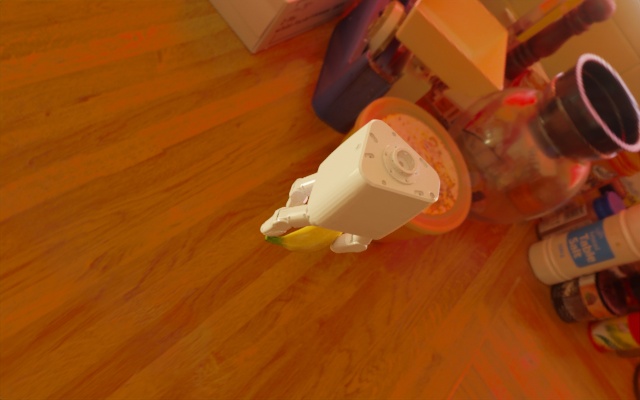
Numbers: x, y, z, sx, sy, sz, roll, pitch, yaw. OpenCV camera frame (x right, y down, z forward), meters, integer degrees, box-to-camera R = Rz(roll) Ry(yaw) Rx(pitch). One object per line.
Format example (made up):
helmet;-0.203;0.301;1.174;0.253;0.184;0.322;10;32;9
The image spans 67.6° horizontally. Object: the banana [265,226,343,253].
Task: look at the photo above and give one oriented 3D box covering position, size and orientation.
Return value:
banana;0.011;0.018;0.679;0.197;0.069;0.037;-41;-2;-40
